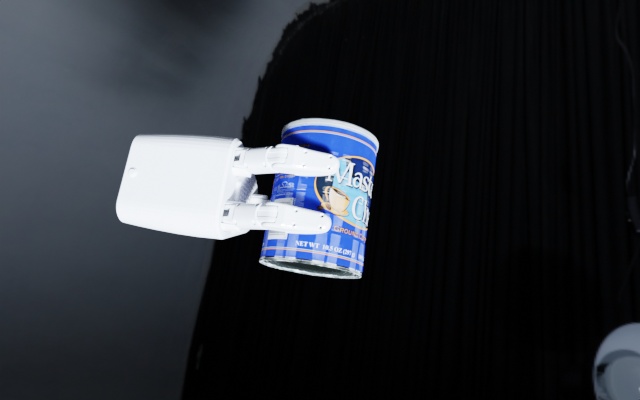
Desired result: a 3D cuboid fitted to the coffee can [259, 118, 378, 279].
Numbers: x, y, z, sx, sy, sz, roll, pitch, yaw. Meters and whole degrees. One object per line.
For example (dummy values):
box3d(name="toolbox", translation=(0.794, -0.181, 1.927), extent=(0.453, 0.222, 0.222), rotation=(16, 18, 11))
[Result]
box3d(name="coffee can", translation=(0.000, 0.001, 0.488), extent=(0.103, 0.140, 0.103), rotation=(8, -14, 2))
